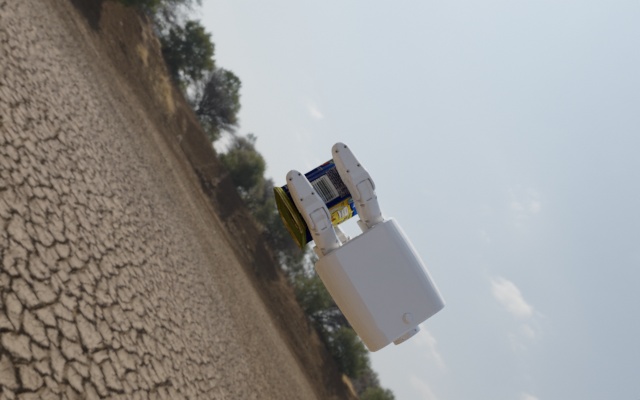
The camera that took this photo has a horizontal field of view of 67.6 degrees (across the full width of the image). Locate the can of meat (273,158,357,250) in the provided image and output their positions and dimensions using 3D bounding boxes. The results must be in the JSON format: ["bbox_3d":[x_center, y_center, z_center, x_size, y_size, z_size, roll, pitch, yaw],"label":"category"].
[{"bbox_3d":[0.000,0.002,0.527,0.084,0.057,0.102,-29,-17,-11],"label":"can of meat"}]
